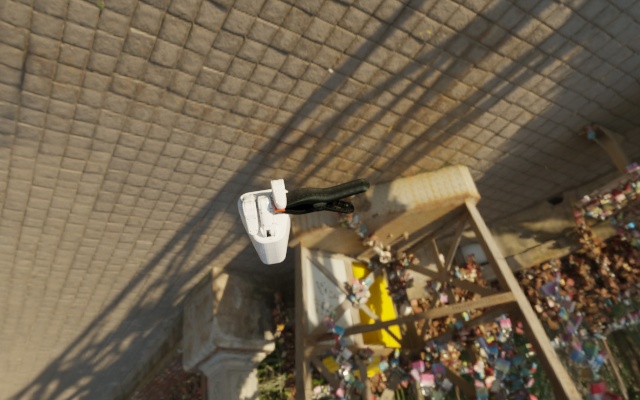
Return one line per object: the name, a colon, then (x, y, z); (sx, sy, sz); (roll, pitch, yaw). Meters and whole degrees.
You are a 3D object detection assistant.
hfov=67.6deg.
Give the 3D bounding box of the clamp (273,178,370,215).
clamp: (0.000, 0.003, 0.876); (0.171, 0.039, 0.120); (-6, -29, -5)
